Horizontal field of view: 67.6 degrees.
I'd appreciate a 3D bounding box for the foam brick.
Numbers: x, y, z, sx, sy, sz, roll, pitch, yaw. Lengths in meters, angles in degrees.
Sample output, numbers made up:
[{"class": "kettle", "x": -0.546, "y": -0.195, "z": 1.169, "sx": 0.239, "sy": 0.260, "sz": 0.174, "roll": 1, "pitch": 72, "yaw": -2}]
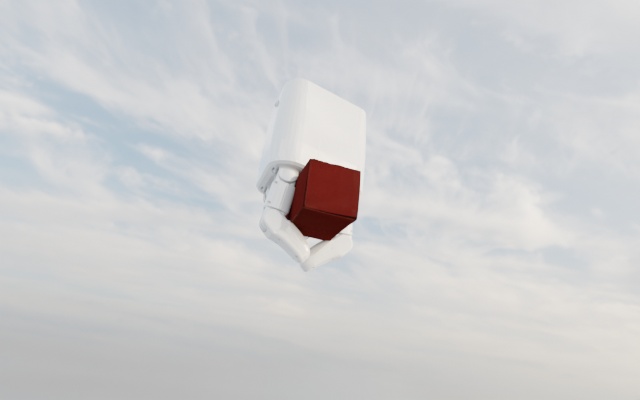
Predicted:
[{"class": "foam brick", "x": 0.000, "y": 0.002, "z": 0.464, "sx": 0.053, "sy": 0.051, "sz": 0.078, "roll": 14, "pitch": -23, "yaw": -14}]
